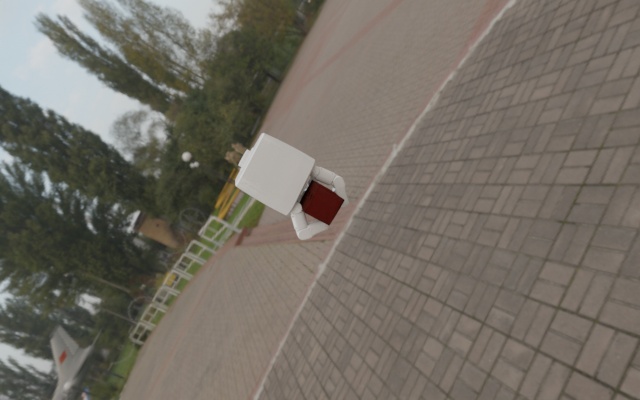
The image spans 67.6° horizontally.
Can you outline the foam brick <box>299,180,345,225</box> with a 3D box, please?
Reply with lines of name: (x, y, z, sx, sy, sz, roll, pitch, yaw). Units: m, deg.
foam brick: (0.000, 0.003, 0.831, 0.051, 0.053, 0.078, 29, 4, -14)
